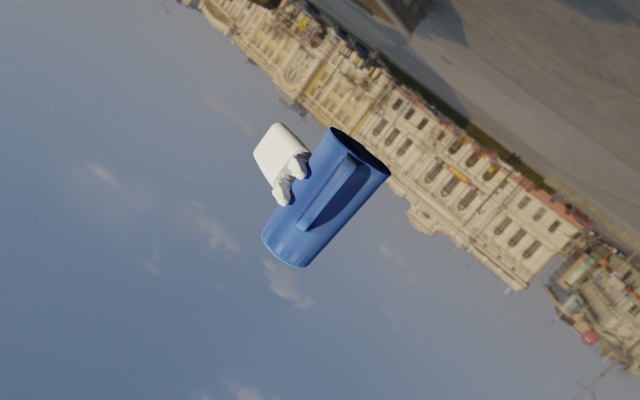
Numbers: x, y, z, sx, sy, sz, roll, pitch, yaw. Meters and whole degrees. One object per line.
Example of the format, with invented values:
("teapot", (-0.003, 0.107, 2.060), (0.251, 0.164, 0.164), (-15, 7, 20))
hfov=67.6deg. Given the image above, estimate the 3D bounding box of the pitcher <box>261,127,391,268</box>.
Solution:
("pitcher", (0.000, 0.003, 0.841), (0.149, 0.243, 0.145), (21, 23, -44))
